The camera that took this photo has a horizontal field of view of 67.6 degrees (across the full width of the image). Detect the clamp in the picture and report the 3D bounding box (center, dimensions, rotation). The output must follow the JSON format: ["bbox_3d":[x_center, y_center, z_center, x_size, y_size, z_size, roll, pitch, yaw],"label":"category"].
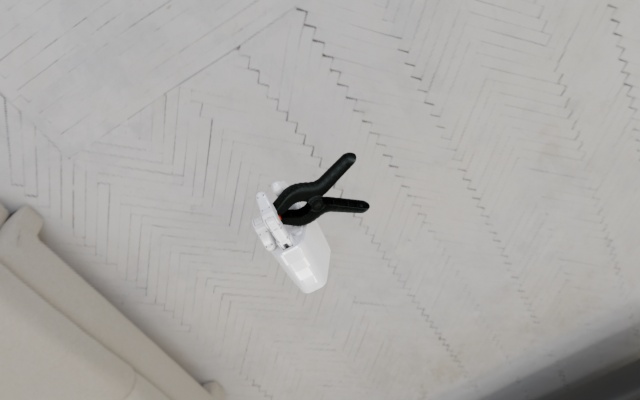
[{"bbox_3d":[0.000,0.003,0.786,0.171,0.120,0.039,-26,32,6],"label":"clamp"}]
